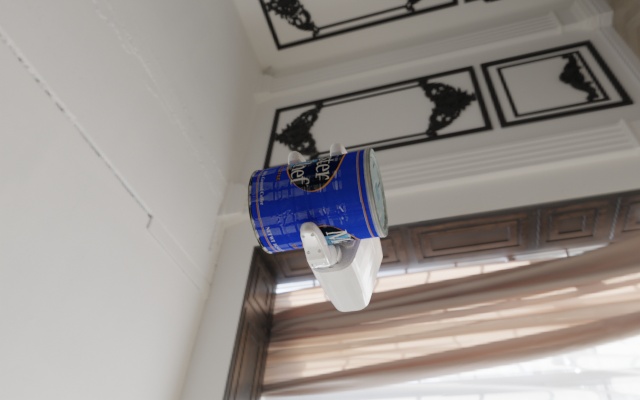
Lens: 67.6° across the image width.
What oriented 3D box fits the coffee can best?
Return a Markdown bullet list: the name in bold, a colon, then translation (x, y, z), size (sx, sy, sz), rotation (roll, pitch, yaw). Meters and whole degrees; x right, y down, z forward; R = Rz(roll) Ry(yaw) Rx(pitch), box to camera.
- **coffee can**: translation (0.000, 0.002, 0.558), size (0.140, 0.103, 0.103), rotation (-10, -2, 14)
